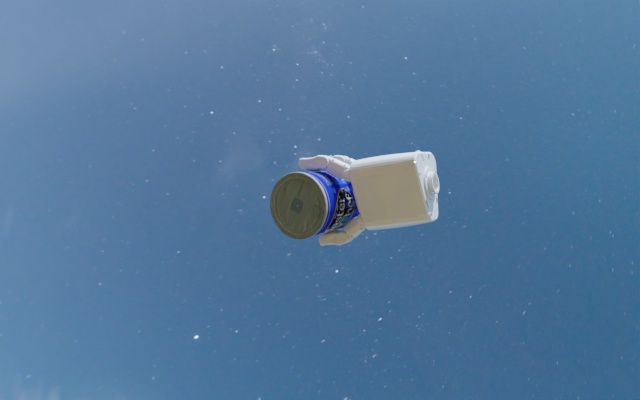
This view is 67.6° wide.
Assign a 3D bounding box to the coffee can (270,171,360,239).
[{"bbox_3d":[0.000,0.003,0.781,0.103,0.103,0.140,0,5,31],"label":"coffee can"}]
